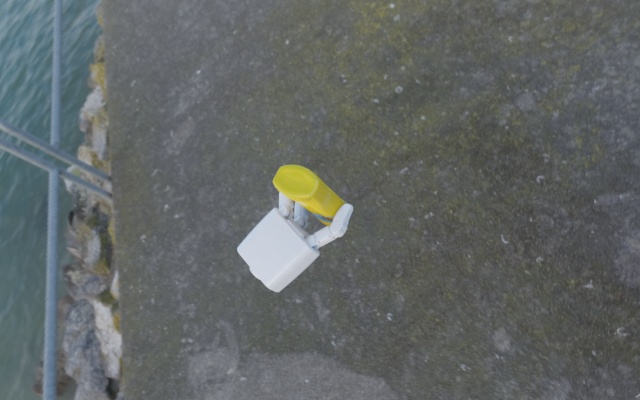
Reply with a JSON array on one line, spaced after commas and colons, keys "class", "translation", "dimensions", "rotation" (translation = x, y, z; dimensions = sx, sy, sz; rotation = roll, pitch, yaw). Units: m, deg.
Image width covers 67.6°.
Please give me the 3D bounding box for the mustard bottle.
[{"class": "mustard bottle", "translation": [0.000, 0.002, 0.873], "dimensions": [0.096, 0.058, 0.192], "rotation": [20, -12, 35]}]
